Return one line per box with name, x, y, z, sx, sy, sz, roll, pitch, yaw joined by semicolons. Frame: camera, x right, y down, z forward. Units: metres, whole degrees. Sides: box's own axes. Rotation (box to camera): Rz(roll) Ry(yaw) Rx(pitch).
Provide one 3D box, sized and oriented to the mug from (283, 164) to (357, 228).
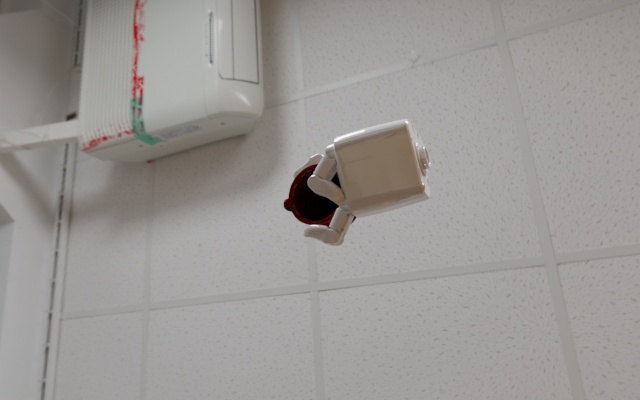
mug;-0.001;0.003;0.736;0.117;0.093;0.081;-13;-19;23
